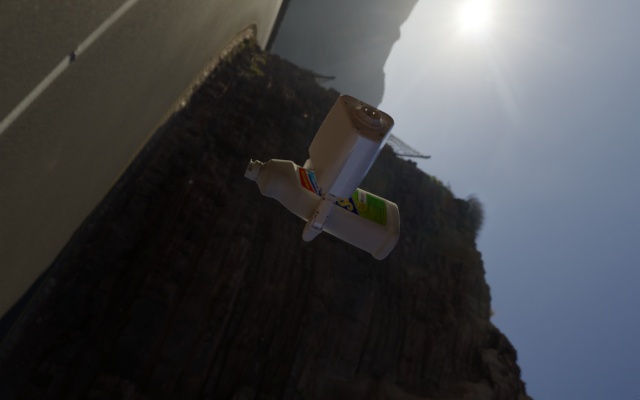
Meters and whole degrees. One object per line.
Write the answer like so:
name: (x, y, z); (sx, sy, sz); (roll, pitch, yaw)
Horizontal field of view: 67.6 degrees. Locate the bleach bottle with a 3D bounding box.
bleach bottle: (0.000, 0.002, 0.752); (0.251, 0.068, 0.102); (23, 37, -11)
